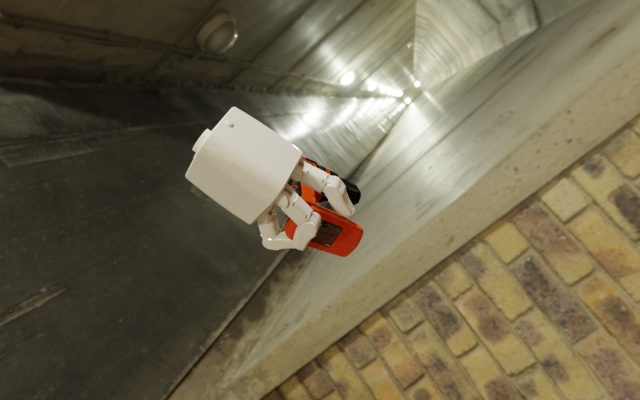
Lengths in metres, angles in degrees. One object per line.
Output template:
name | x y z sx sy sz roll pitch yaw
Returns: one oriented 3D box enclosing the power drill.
power drill | 0.000 0.002 0.706 0.184 0.057 0.187 20 23 -24
